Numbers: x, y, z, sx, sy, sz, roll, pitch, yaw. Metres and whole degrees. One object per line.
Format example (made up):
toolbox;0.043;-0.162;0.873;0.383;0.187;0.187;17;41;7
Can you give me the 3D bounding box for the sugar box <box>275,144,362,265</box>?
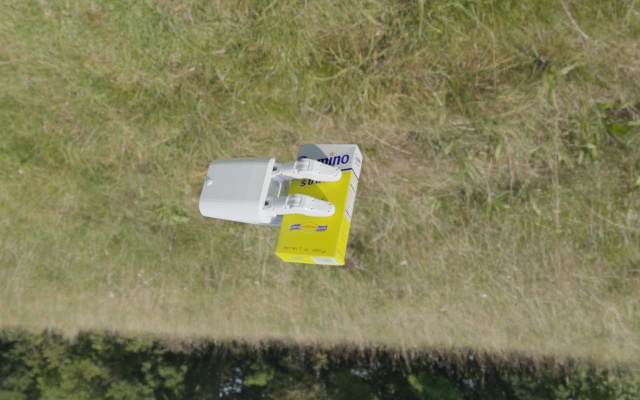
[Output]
sugar box;0.000;0.002;0.689;0.093;0.176;0.048;2;-22;20
